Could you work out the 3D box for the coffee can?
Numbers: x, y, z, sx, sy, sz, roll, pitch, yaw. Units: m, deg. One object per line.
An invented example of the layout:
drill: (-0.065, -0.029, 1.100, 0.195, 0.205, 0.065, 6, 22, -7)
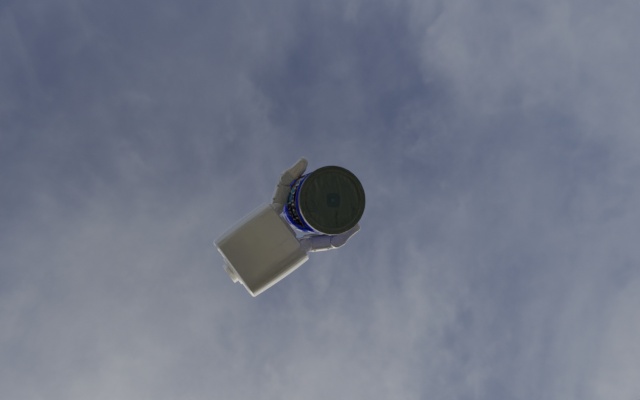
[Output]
coffee can: (0.000, 0.002, 0.769, 0.103, 0.103, 0.140, 0, -3, -16)
